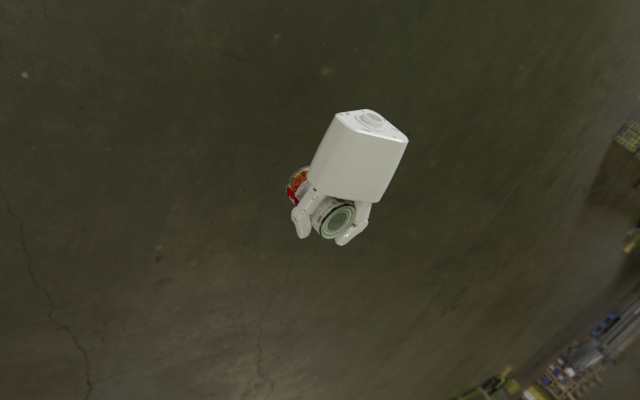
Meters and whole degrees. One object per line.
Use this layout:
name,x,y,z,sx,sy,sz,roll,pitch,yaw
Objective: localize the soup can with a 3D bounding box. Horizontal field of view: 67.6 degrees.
soup can,0.000,0.003,0.741,0.068,0.068,0.102,0,37,-43
